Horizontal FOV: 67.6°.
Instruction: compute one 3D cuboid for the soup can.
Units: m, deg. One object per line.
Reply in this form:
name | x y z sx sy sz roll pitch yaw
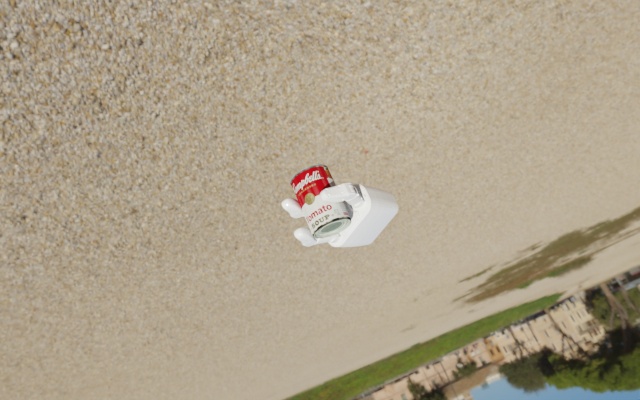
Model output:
soup can | 0.000 0.003 0.770 0.068 0.102 0.068 -20 -22 -8
